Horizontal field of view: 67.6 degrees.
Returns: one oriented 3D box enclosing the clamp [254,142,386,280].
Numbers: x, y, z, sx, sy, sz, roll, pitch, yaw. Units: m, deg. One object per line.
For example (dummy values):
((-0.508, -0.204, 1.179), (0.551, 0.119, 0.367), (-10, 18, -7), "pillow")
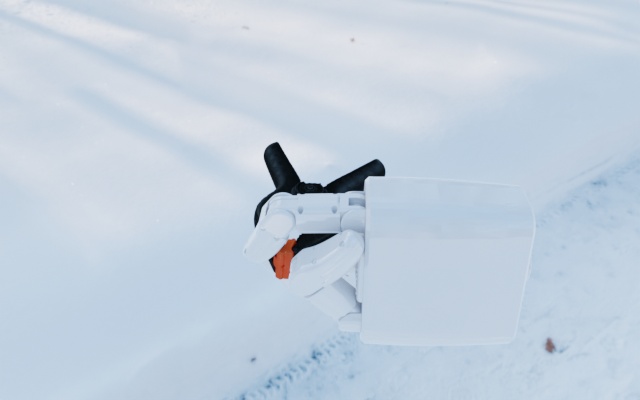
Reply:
((0.000, 0.001, 0.416), (0.120, 0.039, 0.171), (1, 38, 3), "clamp")
